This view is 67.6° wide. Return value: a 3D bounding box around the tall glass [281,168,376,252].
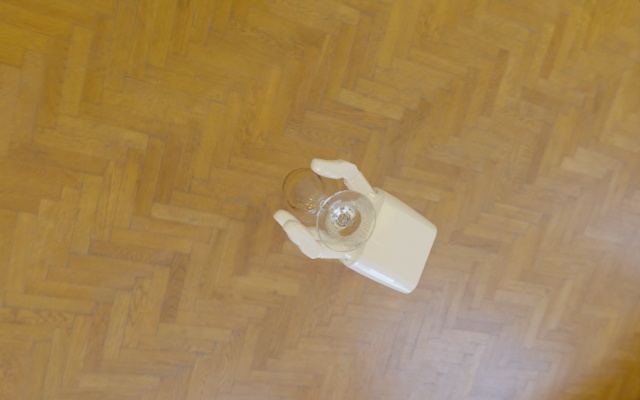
[{"bbox_3d":[0.000,0.002,0.642,0.079,0.079,0.201,0,13,-19],"label":"tall glass"}]
